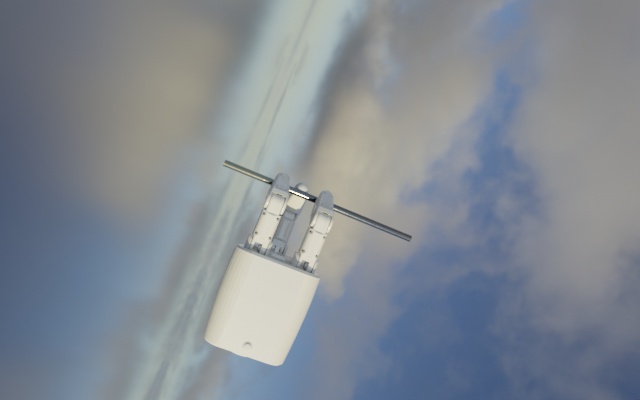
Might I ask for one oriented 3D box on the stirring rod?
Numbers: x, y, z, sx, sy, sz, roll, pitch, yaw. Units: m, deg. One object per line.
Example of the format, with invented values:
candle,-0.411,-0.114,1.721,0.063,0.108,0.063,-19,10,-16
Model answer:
stirring rod,0.000,0.002,0.564,0.239,0.011,0.011,22,-4,-10
